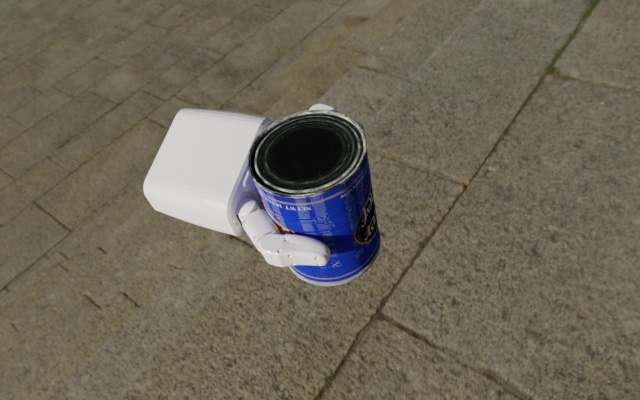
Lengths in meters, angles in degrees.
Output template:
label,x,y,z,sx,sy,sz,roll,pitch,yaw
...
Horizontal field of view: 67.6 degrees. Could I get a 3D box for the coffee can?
label,x,y,z,sx,sy,sz,roll,pitch,yaw
coffee can,0.000,0.002,0.451,0.103,0.102,0.140,0,-39,13
